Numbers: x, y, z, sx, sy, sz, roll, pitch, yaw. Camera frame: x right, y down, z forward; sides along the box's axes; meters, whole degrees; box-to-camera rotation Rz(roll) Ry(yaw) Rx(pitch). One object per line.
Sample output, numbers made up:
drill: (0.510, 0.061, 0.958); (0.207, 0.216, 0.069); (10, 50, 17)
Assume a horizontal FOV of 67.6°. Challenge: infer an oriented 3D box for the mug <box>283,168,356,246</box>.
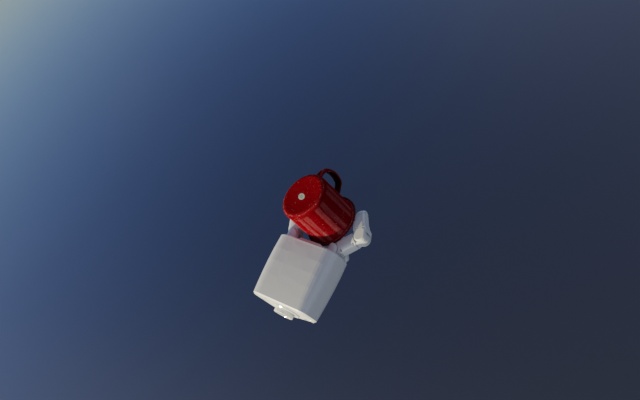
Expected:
mug: (0.001, 0.001, 0.757); (0.093, 0.117, 0.081); (5, -28, 44)
